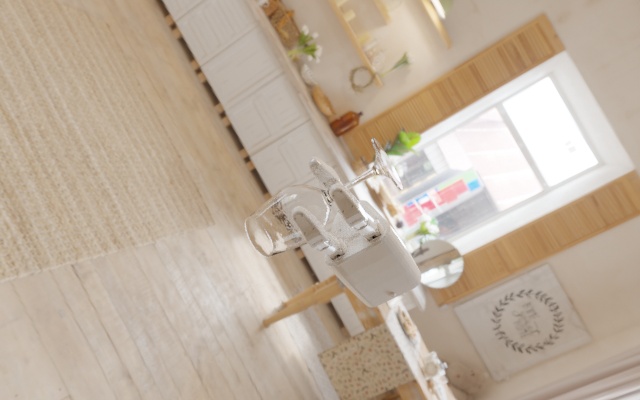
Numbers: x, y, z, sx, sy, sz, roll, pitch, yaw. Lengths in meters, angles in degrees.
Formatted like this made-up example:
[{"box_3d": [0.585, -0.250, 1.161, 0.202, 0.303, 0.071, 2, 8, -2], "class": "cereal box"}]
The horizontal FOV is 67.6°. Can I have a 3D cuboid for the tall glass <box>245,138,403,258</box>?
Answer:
[{"box_3d": [0.001, 0.002, 0.616, 0.201, 0.079, 0.079, -29, -9, 15], "class": "tall glass"}]
